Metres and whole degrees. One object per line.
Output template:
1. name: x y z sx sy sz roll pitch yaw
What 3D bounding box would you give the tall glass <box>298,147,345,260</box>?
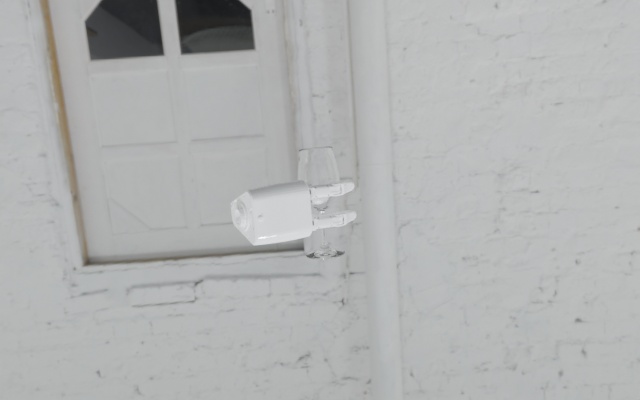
1. tall glass: 0.000 0.004 0.884 0.079 0.201 0.079 -5 8 1
